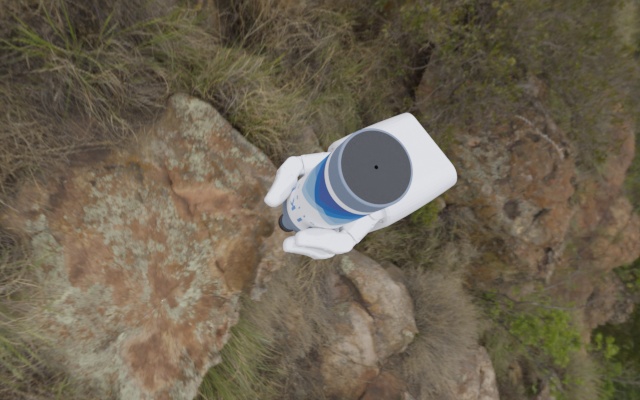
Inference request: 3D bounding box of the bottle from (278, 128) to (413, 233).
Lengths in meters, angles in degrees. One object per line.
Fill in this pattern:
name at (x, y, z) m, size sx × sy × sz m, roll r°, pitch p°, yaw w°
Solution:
bottle at (0.000, 0.002, 0.521) m, size 0.069 × 0.069 × 0.296 m, roll 0°, pitch -11°, yaw -18°
